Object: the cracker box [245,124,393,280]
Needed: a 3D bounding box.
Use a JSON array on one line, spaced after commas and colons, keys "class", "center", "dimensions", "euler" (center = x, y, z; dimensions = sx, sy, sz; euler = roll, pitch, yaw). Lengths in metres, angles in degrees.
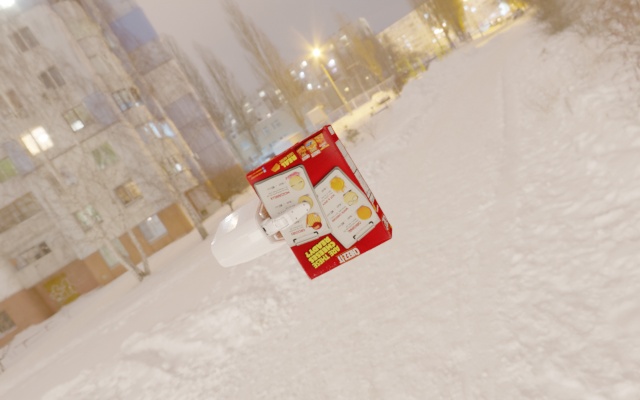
[{"class": "cracker box", "center": [0.000, 0.003, 0.815], "dimensions": [0.164, 0.214, 0.072], "euler": [-30, 8, 17]}]
